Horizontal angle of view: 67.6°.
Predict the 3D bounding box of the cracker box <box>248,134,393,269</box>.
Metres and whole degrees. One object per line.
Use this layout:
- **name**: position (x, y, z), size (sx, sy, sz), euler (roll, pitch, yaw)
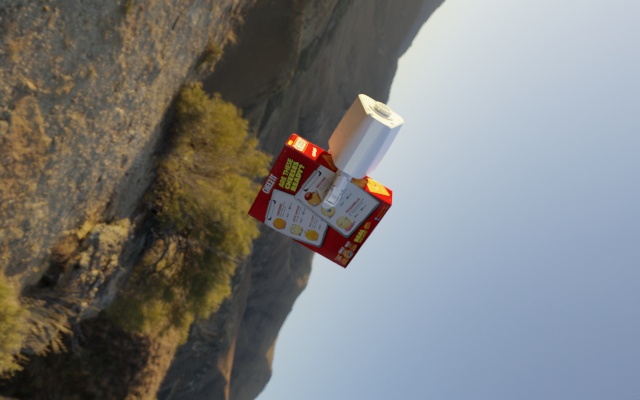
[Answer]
- **cracker box**: position (0.000, 0.003, 0.879), size (0.214, 0.164, 0.072), euler (30, 27, -5)
